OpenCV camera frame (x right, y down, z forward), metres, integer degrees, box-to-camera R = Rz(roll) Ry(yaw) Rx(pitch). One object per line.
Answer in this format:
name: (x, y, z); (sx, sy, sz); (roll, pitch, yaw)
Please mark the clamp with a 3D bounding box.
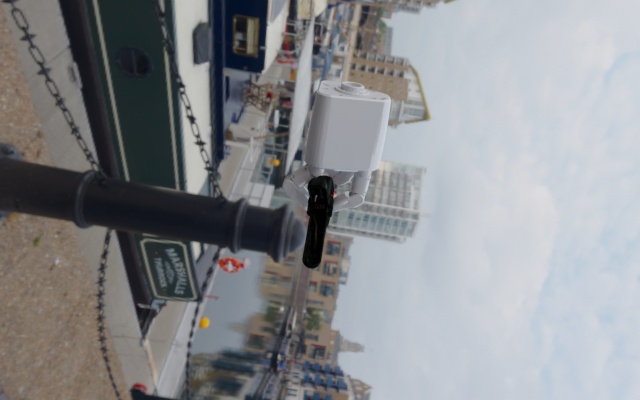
clamp: (0.001, 0.002, 0.664); (0.039, 0.120, 0.171); (10, 26, 0)
